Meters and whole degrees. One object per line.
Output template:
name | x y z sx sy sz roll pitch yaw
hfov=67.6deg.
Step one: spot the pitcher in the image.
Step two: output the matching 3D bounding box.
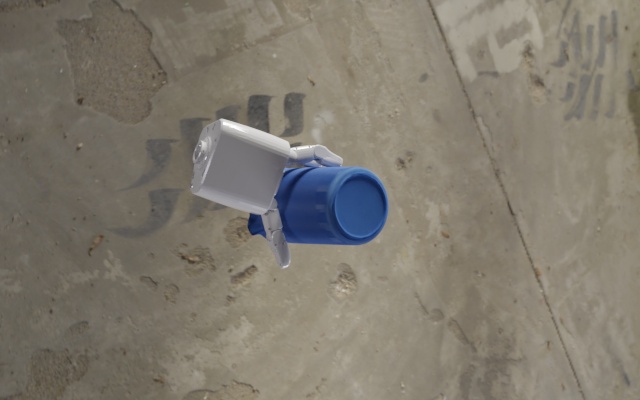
pitcher | 0.000 0.002 0.750 0.145 0.149 0.243 19 -10 -30
